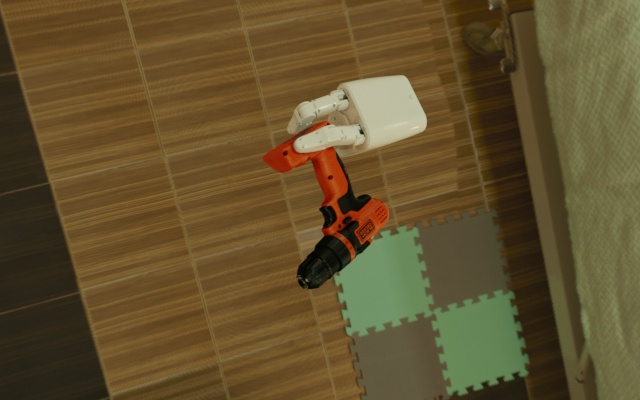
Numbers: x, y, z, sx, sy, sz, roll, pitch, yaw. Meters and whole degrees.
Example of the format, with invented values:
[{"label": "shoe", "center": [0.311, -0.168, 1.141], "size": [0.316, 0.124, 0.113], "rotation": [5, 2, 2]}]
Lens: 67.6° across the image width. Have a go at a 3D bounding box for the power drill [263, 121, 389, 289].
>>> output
[{"label": "power drill", "center": [0.000, 0.002, 0.649], "size": [0.057, 0.188, 0.184], "rotation": [-10, 24, 48]}]
